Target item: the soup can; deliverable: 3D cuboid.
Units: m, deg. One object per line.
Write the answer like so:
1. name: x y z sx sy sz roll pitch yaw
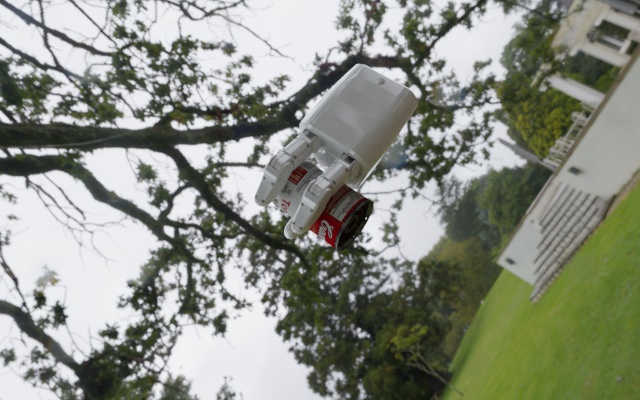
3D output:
1. soup can: 0.000 0.002 0.548 0.102 0.068 0.068 34 13 20
